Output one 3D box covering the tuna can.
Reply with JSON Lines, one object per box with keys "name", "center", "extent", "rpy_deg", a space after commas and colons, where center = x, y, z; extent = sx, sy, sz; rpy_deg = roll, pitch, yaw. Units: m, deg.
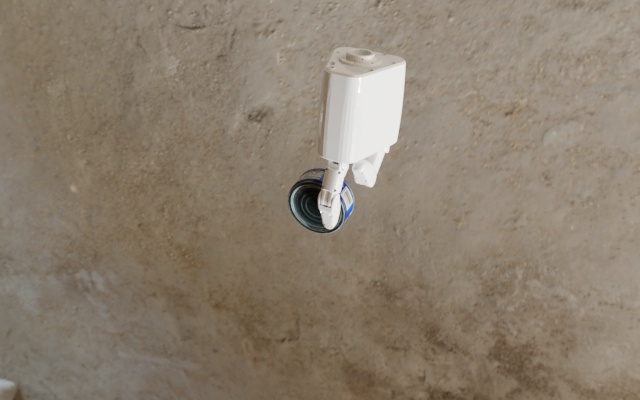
{"name": "tuna can", "center": [0.000, 0.002, 0.641], "extent": [0.086, 0.086, 0.033], "rpy_deg": [0, 31, 28]}
